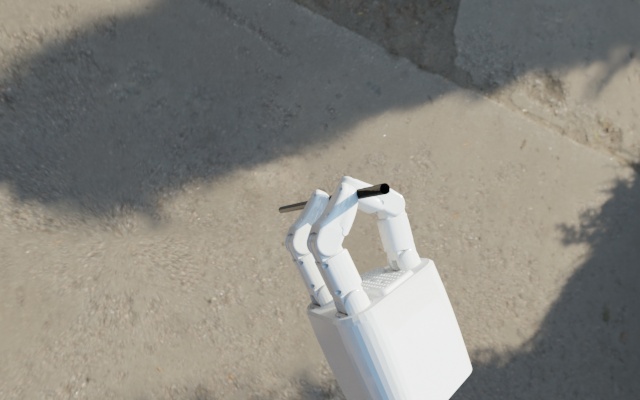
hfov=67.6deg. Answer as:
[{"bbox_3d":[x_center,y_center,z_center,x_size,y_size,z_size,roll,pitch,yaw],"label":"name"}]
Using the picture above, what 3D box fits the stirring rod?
[{"bbox_3d":[0.000,0.001,0.445,0.011,0.011,0.239,0,-5,-22],"label":"stirring rod"}]
